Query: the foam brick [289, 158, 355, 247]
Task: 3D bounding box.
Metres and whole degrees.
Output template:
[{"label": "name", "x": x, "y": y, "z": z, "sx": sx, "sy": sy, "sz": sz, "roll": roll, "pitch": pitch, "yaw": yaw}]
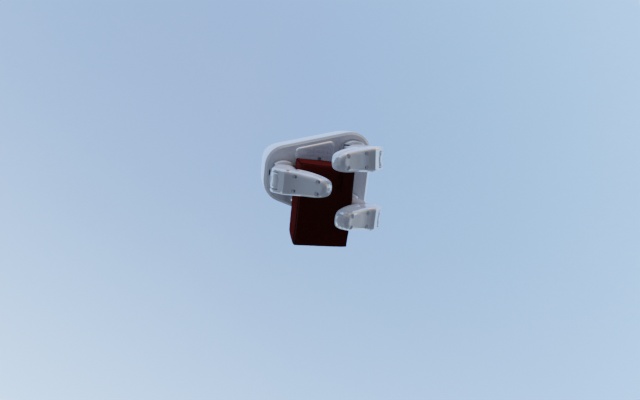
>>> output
[{"label": "foam brick", "x": 0.000, "y": 0.002, "z": 0.466, "sx": 0.053, "sy": 0.078, "sz": 0.051, "roll": 5, "pitch": 9, "yaw": -10}]
